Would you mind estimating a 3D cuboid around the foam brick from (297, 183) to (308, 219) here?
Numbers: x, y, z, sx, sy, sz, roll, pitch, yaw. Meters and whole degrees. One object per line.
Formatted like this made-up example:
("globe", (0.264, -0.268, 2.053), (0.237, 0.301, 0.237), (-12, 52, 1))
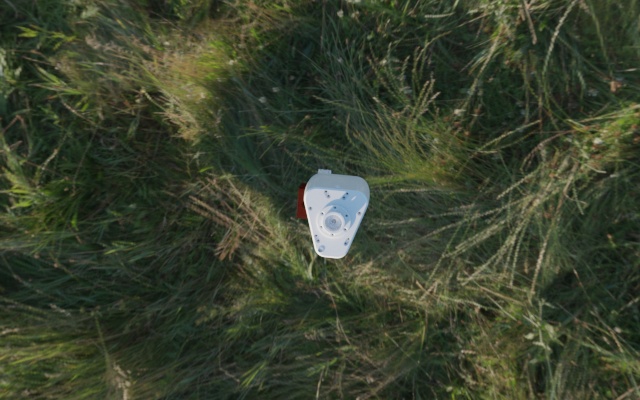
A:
("foam brick", (0.000, 0.003, 0.814), (0.078, 0.053, 0.051), (5, 13, 3))
